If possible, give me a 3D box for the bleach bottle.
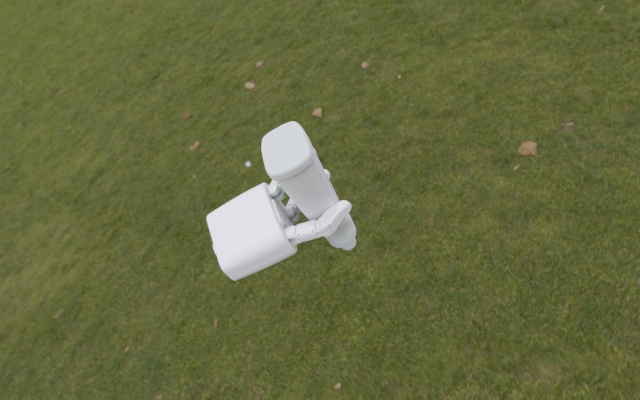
[{"bbox_3d":[0.000,0.002,0.723,0.068,0.102,0.251,-27,-46,7],"label":"bleach bottle"}]
